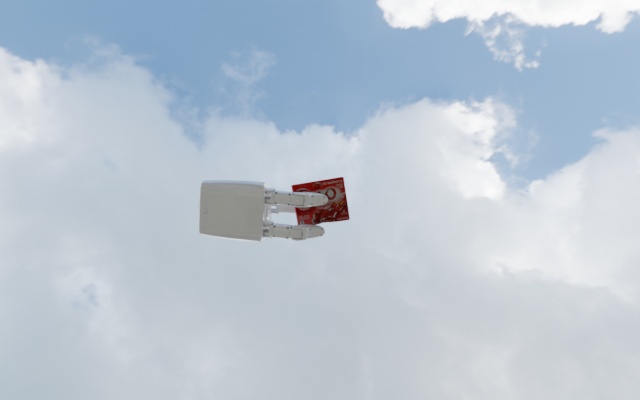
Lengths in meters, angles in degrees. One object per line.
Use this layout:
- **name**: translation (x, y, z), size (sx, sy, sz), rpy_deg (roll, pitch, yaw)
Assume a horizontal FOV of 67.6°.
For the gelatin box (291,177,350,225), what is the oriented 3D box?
- **gelatin box**: translation (0.000, 0.003, 0.802), size (0.089, 0.073, 0.030), rpy_deg (-9, 2, 1)
